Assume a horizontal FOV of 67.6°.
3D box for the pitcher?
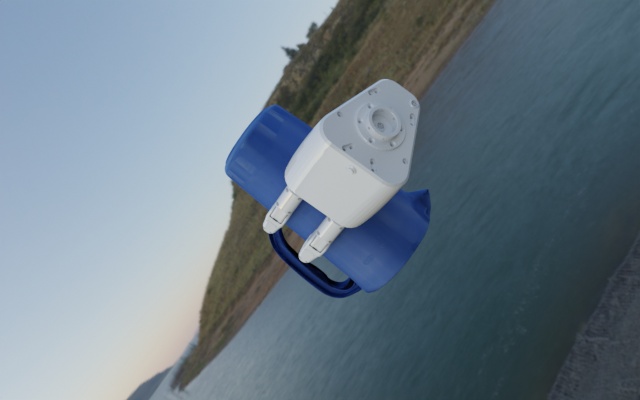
[{"bbox_3d":[0.000,0.002,0.597,0.243,0.149,0.145,37,-28,-3],"label":"pitcher"}]
